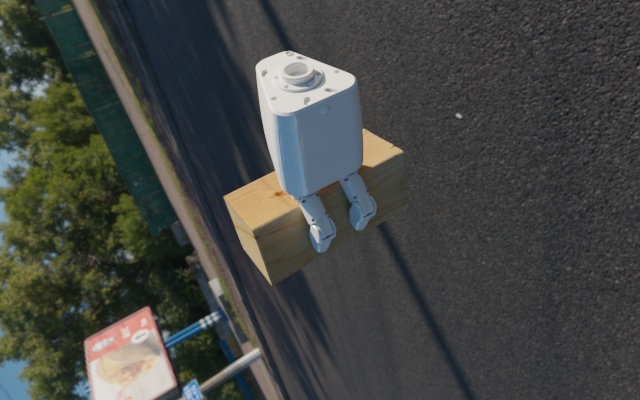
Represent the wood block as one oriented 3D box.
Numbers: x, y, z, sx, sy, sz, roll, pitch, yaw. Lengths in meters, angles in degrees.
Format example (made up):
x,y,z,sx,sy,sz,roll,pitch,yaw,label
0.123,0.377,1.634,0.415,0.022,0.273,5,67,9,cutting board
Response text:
x,y,z,sx,sy,sz,roll,pitch,yaw,label
0.000,0.002,0.595,0.206,0.090,0.090,-28,39,-18,wood block
